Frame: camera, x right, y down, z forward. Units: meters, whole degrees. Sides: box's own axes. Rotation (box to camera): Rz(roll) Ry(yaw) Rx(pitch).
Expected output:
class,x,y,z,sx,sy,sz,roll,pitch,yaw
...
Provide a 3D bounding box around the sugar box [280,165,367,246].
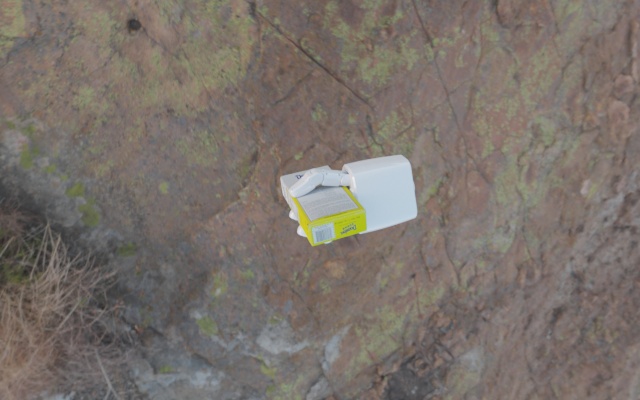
class,x,y,z,sx,sy,sz,roll,pitch,yaw
sugar box,0.000,0.003,0.787,0.093,0.048,0.176,-14,28,-12
